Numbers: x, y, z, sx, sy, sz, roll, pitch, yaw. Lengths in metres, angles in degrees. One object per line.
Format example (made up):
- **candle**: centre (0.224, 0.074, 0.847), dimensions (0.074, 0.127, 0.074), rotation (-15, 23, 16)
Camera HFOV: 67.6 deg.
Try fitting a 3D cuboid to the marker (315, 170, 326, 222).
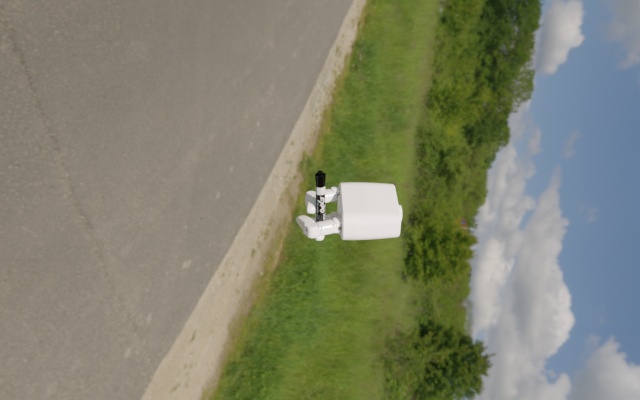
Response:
- **marker**: centre (0.000, 0.003, 0.846), dimensions (0.020, 0.121, 0.020), rotation (0, 29, 0)
